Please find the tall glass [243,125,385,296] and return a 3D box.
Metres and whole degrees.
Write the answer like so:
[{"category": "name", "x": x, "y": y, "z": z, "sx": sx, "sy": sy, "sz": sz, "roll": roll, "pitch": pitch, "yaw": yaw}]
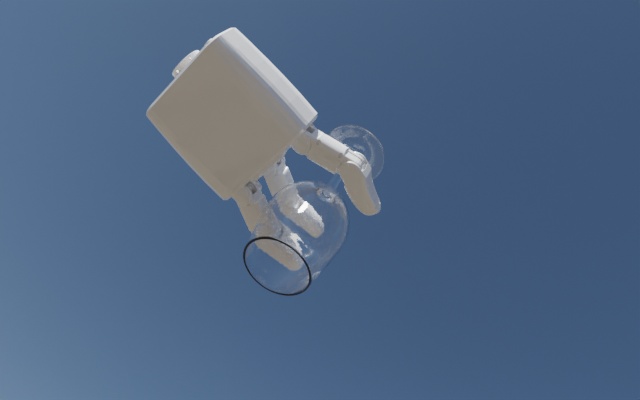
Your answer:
[{"category": "tall glass", "x": 0.000, "y": 0.001, "z": 0.463, "sx": 0.079, "sy": 0.079, "sz": 0.201, "roll": 0, "pitch": 33, "yaw": 25}]
